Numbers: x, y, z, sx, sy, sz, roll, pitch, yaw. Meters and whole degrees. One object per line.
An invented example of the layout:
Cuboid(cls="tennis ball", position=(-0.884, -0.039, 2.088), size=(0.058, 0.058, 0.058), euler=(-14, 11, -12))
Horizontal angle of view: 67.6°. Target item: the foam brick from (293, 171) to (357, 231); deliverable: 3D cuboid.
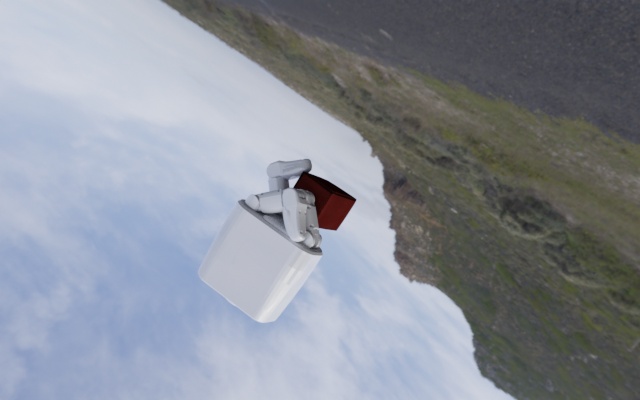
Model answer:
Cuboid(cls="foam brick", position=(0.000, 0.002, 0.614), size=(0.053, 0.051, 0.078), euler=(35, 9, 26))
